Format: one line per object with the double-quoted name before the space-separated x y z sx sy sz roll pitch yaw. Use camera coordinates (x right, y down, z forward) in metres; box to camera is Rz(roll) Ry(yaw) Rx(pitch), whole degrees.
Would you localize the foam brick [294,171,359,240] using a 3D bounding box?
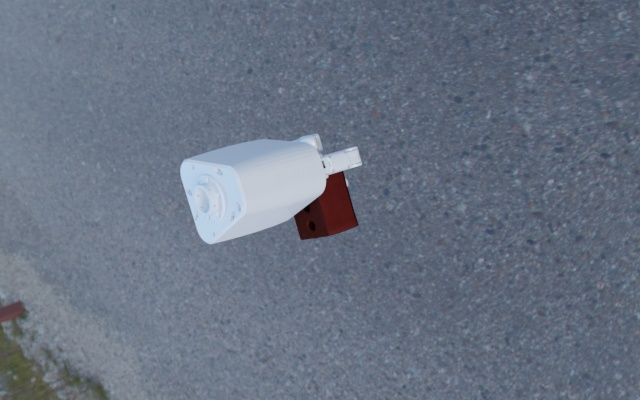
"foam brick" 0.000 0.002 0.556 0.051 0.078 0.053 -20 5 -43
